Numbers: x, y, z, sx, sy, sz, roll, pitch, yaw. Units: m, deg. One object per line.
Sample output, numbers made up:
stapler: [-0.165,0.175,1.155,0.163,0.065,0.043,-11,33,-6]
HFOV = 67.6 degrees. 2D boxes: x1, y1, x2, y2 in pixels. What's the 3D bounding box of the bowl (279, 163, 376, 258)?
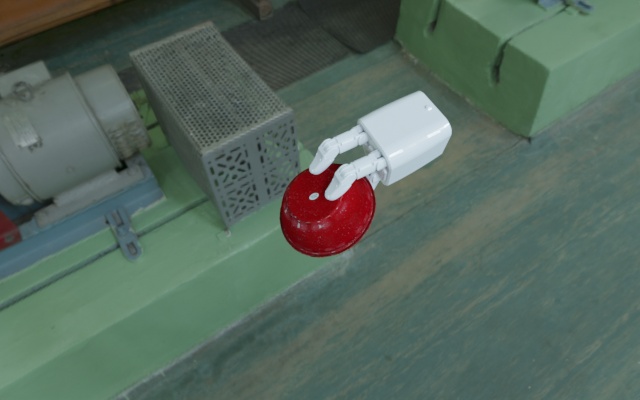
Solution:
bowl: [-0.001,0.003,0.732,0.162,0.162,0.055,0,-24,23]
